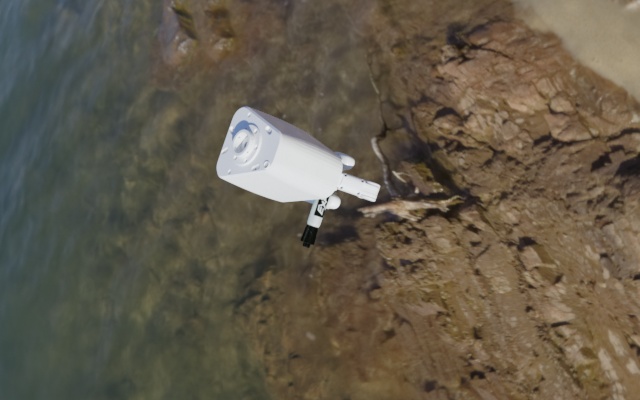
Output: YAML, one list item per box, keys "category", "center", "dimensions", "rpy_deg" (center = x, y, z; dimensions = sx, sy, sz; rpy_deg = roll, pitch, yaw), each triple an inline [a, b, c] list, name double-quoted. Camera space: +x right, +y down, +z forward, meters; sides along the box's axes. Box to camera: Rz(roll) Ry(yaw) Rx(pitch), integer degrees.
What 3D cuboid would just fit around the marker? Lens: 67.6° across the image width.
- category: "marker"
  center: [0.000, 0.002, 0.611]
  dimensions: [0.020, 0.121, 0.020]
  rpy_deg: [18, -2, 1]
